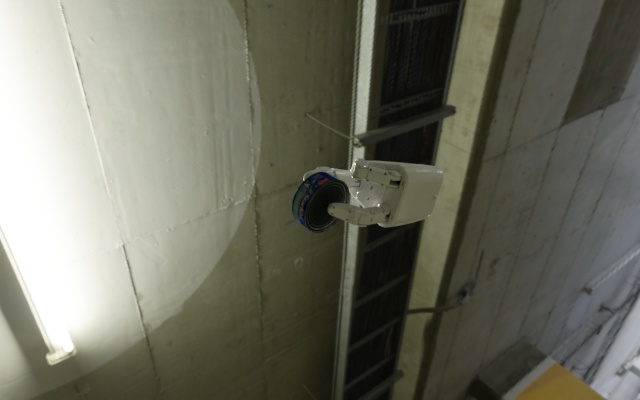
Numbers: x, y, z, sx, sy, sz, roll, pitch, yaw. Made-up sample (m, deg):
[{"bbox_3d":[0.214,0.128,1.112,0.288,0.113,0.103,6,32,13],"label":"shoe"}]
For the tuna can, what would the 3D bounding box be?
[{"bbox_3d":[0.000,0.002,0.691,0.033,0.086,0.086,34,21,36],"label":"tuna can"}]
